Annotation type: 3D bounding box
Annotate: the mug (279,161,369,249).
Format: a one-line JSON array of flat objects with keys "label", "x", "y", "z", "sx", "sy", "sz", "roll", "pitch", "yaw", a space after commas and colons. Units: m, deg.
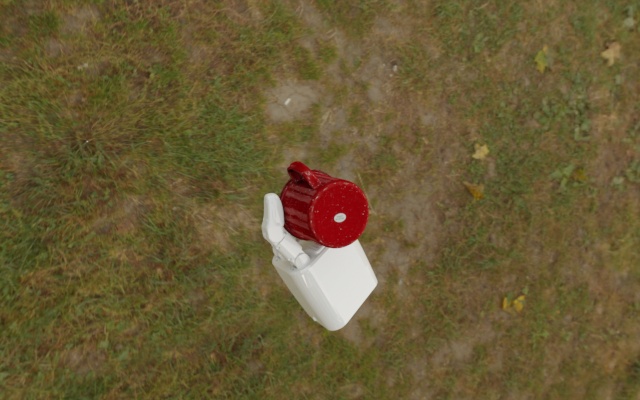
[{"label": "mug", "x": 0.000, "y": 0.001, "z": 0.577, "sx": 0.093, "sy": 0.117, "sz": 0.081, "roll": -37, "pitch": 22, "yaw": -17}]
